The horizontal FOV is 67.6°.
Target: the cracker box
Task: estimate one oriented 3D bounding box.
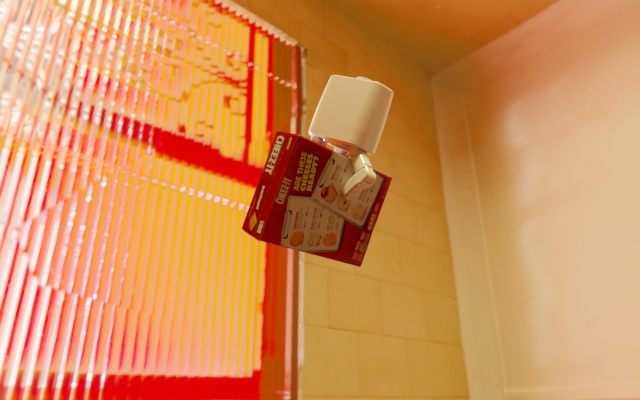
[{"bbox_3d":[0.000,0.003,0.766,0.214,0.164,0.072,20,0,-39],"label":"cracker box"}]
